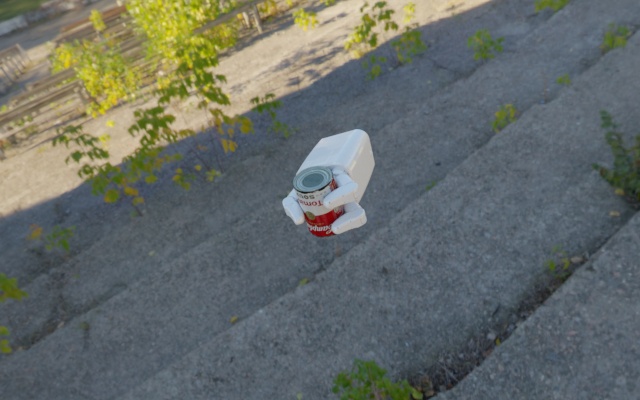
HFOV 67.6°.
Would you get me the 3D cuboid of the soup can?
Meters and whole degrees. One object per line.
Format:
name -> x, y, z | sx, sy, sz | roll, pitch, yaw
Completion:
soup can -> 0.000, 0.003, 0.782 | 0.068, 0.102, 0.068 | -11, 39, 9
